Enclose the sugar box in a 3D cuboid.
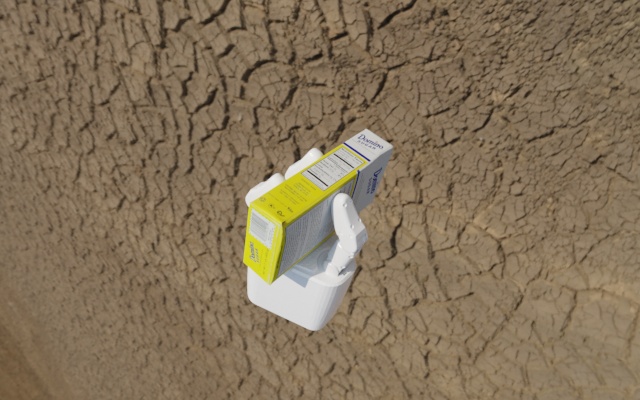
[{"bbox_3d":[0.000,0.001,0.496,0.048,0.093,0.176,36,48,19],"label":"sugar box"}]
